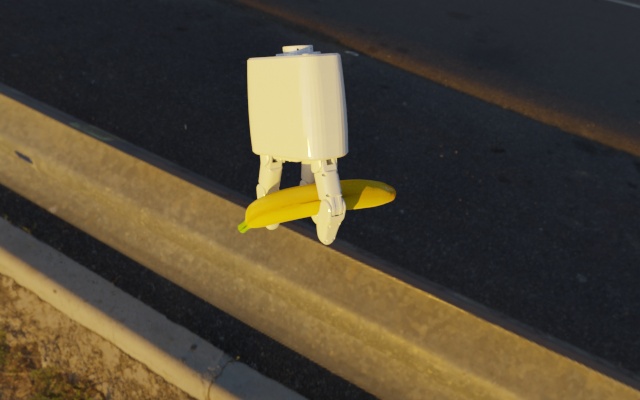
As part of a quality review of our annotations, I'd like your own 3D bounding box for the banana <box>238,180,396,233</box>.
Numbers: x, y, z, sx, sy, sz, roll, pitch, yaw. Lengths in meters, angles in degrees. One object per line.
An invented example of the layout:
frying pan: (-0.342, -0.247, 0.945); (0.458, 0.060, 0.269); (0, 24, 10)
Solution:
banana: (-0.001, 0.000, 0.555); (0.198, 0.037, 0.069); (-11, -7, -7)
